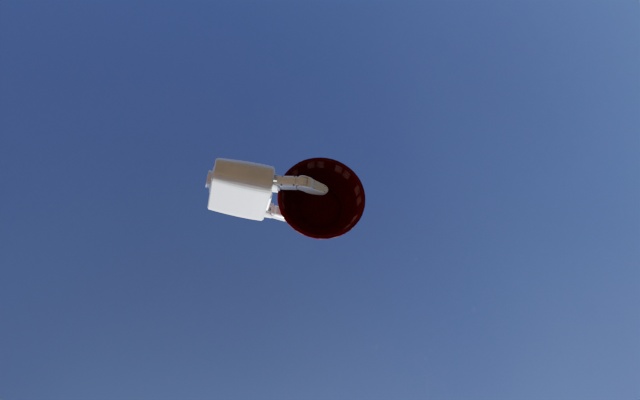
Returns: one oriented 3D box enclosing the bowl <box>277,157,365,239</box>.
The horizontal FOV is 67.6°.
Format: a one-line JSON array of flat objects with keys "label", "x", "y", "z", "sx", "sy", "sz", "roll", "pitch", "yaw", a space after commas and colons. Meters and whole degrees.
[{"label": "bowl", "x": 0.001, "y": 0.004, "z": 0.891, "sx": 0.162, "sy": 0.162, "sz": 0.055, "roll": 0, "pitch": -23, "yaw": -5}]
